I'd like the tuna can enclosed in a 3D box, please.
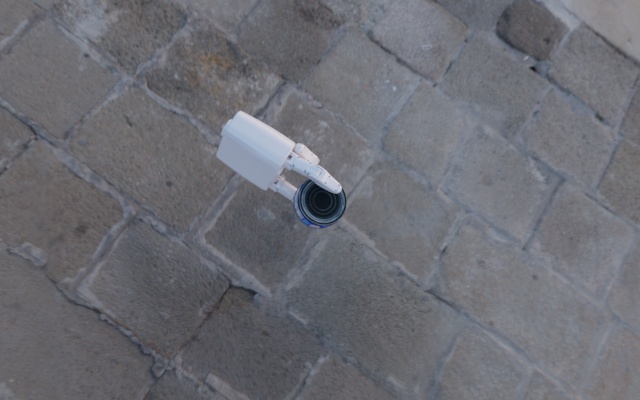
[{"bbox_3d":[0.000,0.003,0.789,0.086,0.086,0.034,0,-10,-17],"label":"tuna can"}]
